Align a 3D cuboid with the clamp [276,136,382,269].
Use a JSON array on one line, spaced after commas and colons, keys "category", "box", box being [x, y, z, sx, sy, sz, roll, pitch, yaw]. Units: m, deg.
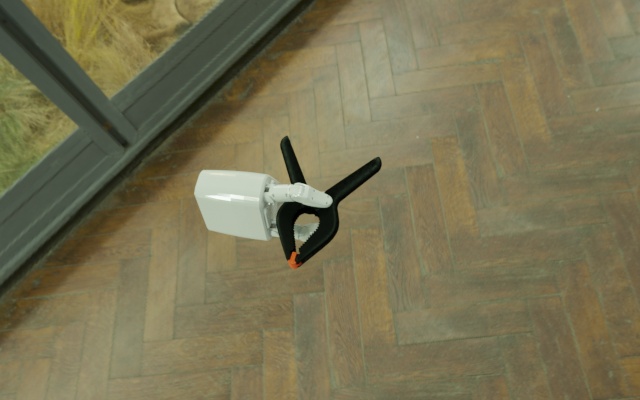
[{"category": "clamp", "box": [0.000, 0.002, 0.717, 0.164, 0.210, 0.036, 7, -23, 9]}]
